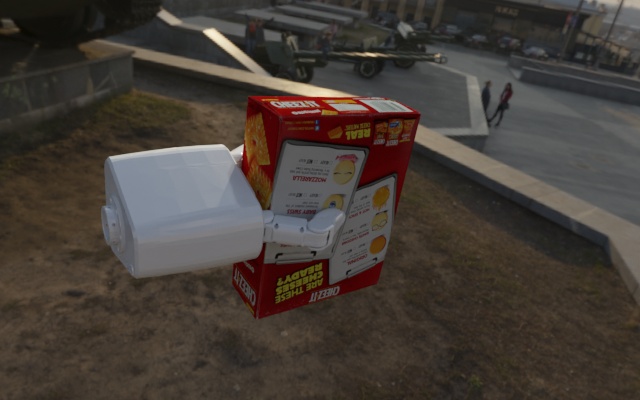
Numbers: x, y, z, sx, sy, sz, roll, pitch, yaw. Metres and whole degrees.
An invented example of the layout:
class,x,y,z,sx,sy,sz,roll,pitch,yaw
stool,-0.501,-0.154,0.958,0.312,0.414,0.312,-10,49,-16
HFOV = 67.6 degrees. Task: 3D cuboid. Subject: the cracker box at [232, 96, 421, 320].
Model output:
class,x,y,z,sx,sy,sz,roll,pitch,yaw
cracker box,0.000,0.002,0.497,0.164,0.214,0.072,-9,32,-33
